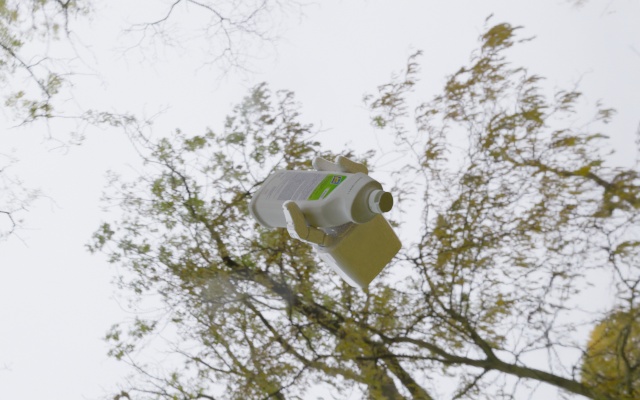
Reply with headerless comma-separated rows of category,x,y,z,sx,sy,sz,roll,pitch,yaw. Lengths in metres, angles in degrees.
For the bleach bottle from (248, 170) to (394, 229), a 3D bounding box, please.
bleach bottle,0.000,0.002,0.712,0.251,0.102,0.068,5,-38,49
